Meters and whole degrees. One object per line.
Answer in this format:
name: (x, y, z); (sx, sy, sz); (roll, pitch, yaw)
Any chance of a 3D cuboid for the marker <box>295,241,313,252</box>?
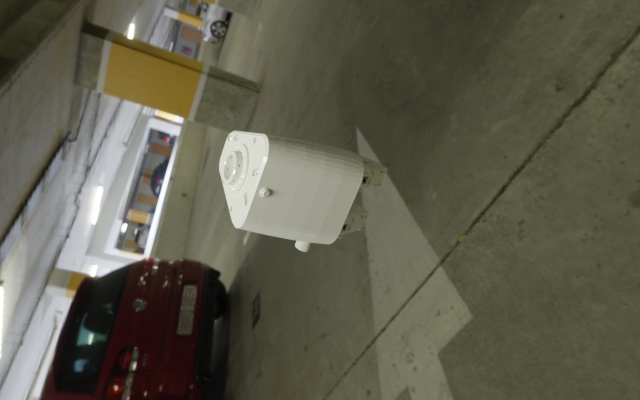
marker: (0.000, 0.002, 0.539); (0.020, 0.121, 0.020); (20, 17, -6)
